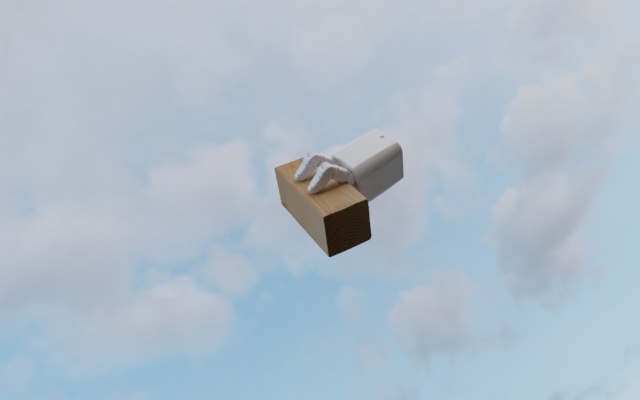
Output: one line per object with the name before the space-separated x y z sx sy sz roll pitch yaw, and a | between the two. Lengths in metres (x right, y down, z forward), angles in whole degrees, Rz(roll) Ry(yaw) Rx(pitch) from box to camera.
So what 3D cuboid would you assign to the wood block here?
wood block | 0.000 0.003 0.892 0.090 0.091 0.206 -22 35 -19
